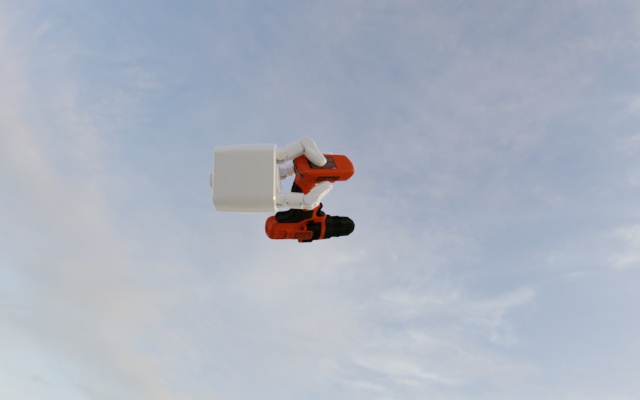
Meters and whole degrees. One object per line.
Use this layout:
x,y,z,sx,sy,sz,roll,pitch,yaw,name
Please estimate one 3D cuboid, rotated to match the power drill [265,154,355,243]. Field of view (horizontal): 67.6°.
0.000,0.003,0.889,0.184,0.188,0.057,-1,42,-24,power drill
